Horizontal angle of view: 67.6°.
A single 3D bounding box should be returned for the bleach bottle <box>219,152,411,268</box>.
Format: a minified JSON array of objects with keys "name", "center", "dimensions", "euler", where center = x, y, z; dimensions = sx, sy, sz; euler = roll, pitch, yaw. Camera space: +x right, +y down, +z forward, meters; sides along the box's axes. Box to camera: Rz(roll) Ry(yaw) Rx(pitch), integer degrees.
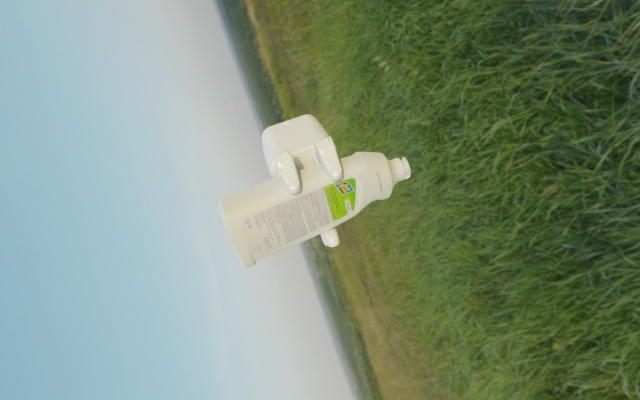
[{"name":"bleach bottle","center":[0.000,0.002,0.639],"dimensions":[0.251,0.103,0.068],"euler":[-19,37,-4]}]
